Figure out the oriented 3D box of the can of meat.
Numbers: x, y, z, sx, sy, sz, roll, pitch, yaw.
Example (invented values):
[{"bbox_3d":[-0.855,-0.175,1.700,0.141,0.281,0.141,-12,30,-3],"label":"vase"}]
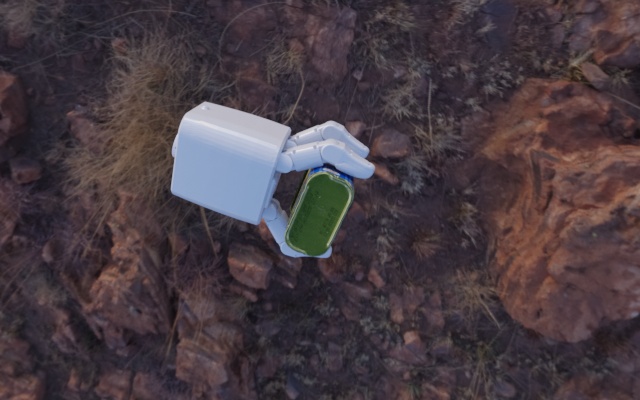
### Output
[{"bbox_3d":[0.000,0.002,0.534,0.057,0.102,0.084,22,22,-5],"label":"can of meat"}]
